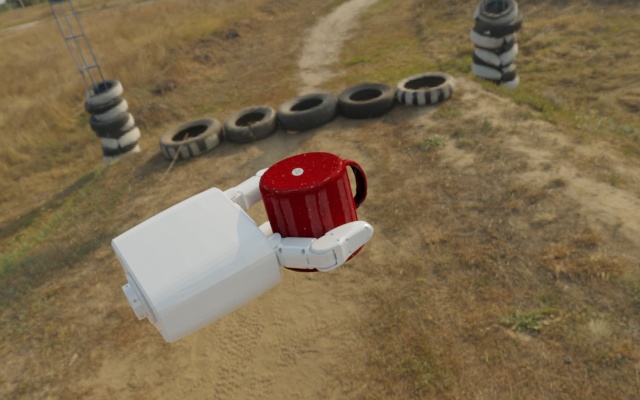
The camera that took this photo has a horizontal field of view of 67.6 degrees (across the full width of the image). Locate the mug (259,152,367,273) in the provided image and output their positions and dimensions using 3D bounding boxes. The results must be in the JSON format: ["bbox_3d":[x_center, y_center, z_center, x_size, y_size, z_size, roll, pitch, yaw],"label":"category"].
[{"bbox_3d":[0.001,0.001,0.453,0.117,0.081,0.093,-30,32,-27],"label":"mug"}]
